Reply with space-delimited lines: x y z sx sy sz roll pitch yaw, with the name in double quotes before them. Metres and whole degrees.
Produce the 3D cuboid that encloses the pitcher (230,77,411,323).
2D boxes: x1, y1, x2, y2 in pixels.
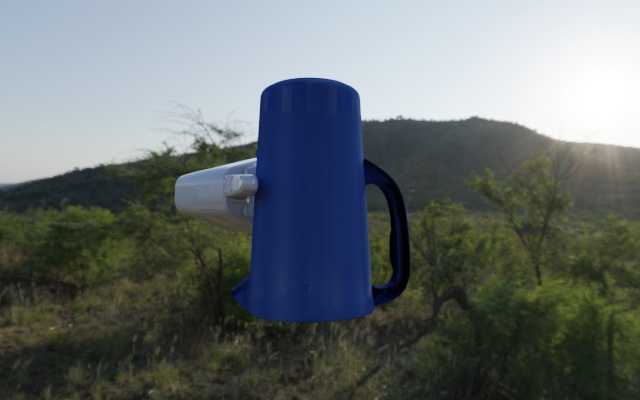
"pitcher" 0.000 0.002 0.510 0.145 0.243 0.149 -3 -4 42
